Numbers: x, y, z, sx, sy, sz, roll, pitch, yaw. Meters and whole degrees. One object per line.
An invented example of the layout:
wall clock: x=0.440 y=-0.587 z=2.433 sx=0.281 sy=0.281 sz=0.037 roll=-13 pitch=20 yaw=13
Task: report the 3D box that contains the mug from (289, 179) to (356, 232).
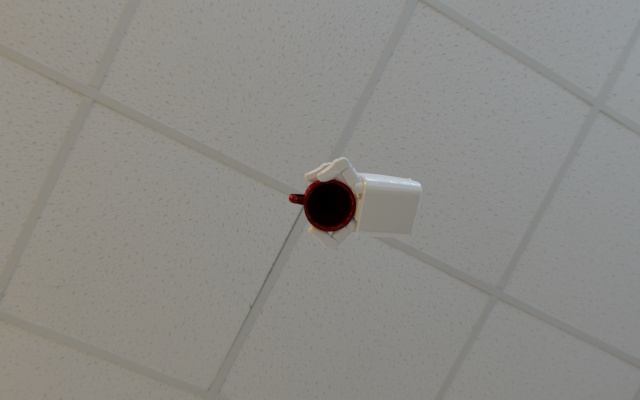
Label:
mug: x=-0.001 y=0.003 z=0.871 sx=0.117 sy=0.093 sz=0.081 roll=5 pitch=7 yaw=-8
